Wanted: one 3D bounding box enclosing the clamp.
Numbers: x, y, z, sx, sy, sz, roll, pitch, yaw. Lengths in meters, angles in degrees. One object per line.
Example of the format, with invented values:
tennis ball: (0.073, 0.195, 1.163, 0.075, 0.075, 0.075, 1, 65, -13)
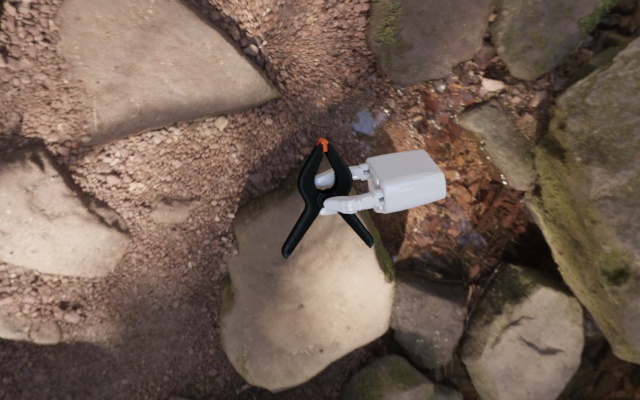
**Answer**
clamp: (0.000, 0.002, 0.810, 0.164, 0.210, 0.036, -13, 19, -9)
